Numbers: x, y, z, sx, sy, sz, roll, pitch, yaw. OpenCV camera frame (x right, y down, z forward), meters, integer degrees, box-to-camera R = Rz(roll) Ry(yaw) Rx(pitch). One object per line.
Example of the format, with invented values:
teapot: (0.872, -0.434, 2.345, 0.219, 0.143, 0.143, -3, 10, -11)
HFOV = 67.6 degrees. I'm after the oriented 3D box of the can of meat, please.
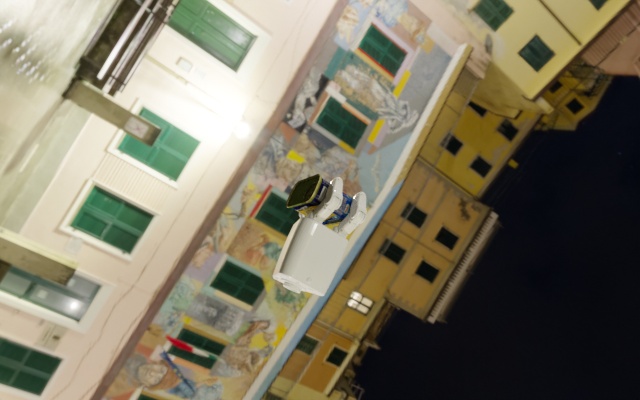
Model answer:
can of meat: (0.000, 0.003, 0.864, 0.084, 0.057, 0.102, 32, -23, -23)
